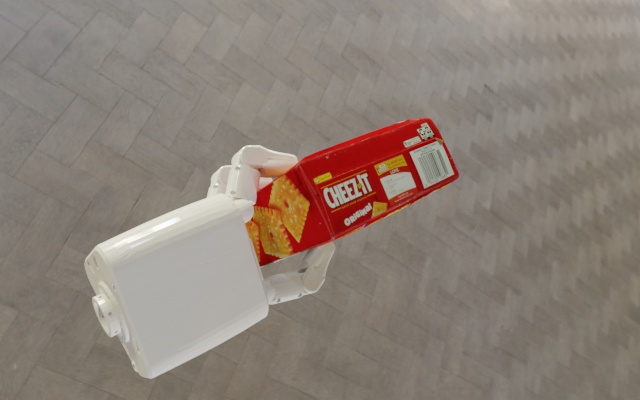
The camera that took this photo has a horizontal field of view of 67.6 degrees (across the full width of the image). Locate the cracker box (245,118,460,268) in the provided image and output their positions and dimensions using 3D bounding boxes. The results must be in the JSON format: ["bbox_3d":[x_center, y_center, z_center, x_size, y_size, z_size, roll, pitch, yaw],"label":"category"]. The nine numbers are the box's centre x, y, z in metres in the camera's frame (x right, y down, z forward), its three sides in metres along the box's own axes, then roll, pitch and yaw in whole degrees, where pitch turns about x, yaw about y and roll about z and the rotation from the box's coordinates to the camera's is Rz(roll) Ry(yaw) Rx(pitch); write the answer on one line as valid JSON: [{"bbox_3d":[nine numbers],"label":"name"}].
[{"bbox_3d":[0.000,0.002,0.474,0.164,0.072,0.214,-23,-1,-36],"label":"cracker box"}]
